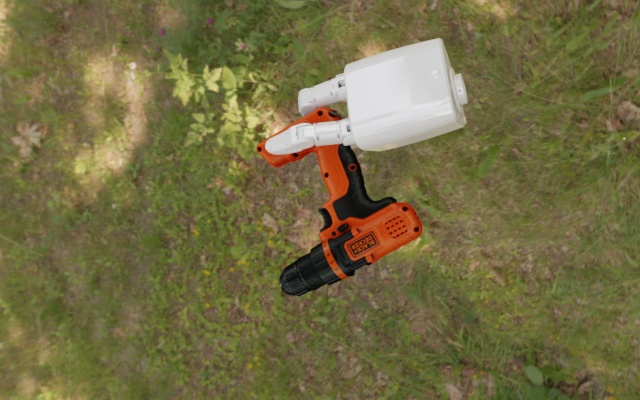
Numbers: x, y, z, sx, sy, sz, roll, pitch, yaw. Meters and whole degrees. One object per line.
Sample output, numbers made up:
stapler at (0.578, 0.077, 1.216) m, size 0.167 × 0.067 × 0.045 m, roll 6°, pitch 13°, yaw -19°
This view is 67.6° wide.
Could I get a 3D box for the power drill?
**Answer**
power drill at (0.000, 0.001, 0.563) m, size 0.184 × 0.187 × 0.057 m, roll -29°, pitch -4°, yaw 12°
